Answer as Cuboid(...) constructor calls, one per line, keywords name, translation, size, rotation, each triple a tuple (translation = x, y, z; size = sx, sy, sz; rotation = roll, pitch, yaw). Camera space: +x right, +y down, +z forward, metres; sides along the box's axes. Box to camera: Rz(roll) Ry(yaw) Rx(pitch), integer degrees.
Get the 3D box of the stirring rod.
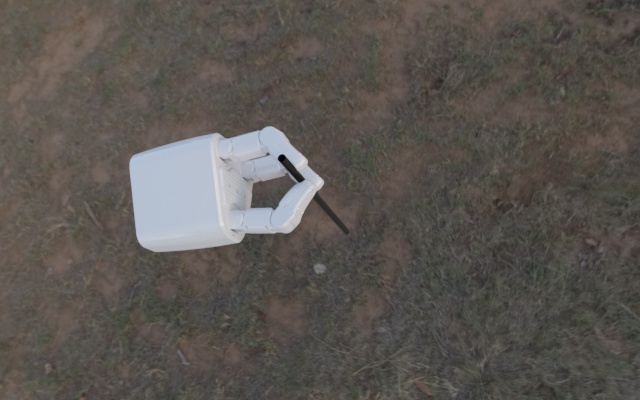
Cuboid(name="stirring rod", translation=(0.000, 0.002, 0.548), size=(0.011, 0.011, 0.240), rotation=(0, -20, 19))
